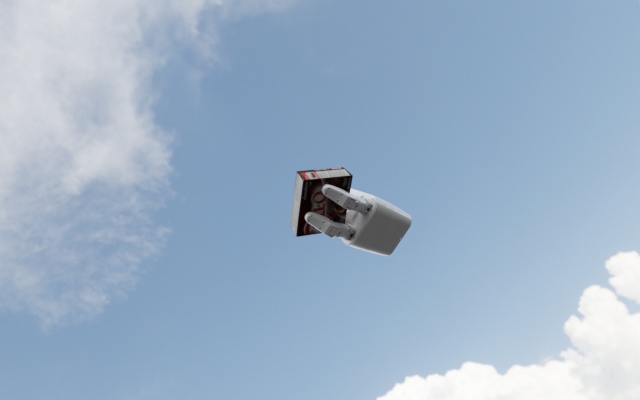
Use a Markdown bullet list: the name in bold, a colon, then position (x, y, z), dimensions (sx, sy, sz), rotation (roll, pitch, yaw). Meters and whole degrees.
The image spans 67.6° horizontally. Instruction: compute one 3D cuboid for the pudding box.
- **pudding box**: position (0.000, 0.003, 0.805), dimensions (0.090, 0.113, 0.039), rotation (-7, 31, -24)
